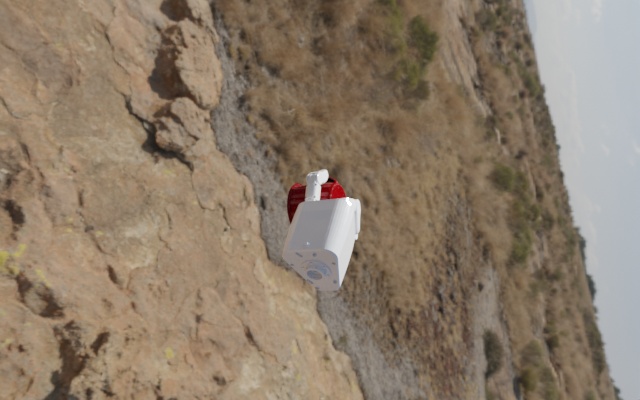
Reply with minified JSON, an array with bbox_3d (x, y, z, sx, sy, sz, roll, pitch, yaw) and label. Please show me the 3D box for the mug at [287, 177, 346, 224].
[{"bbox_3d":[0.001,0.002,0.863,0.081,0.117,0.093,-4,-45,24],"label":"mug"}]
